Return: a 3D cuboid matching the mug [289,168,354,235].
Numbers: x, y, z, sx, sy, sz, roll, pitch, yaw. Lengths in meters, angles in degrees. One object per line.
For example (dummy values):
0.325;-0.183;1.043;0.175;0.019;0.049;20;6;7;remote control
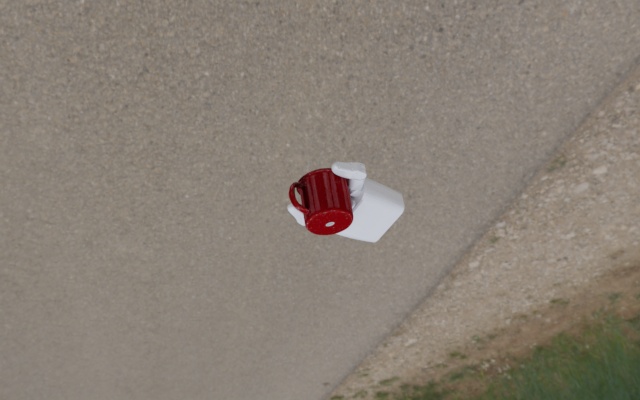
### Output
-0.001;0.002;0.794;0.117;0.081;0.093;16;-41;-33;mug
